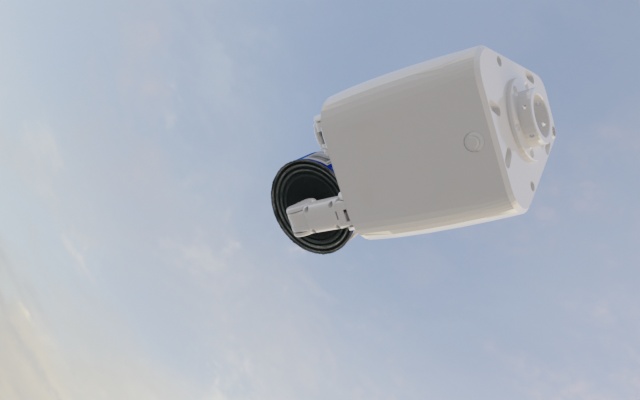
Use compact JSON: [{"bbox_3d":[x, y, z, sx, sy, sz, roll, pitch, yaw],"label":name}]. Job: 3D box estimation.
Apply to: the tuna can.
[{"bbox_3d":[0.000,0.001,0.417,0.086,0.086,0.033,0,20,37],"label":"tuna can"}]
